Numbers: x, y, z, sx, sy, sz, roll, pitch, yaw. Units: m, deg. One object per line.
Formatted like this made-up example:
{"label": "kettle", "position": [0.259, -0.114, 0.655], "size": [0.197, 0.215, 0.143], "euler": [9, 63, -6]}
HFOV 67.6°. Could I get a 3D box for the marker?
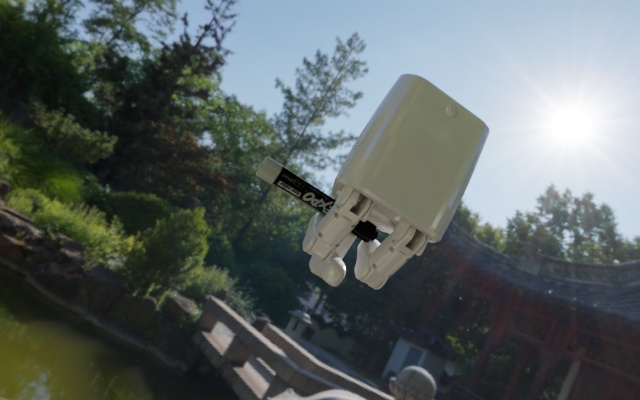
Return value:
{"label": "marker", "position": [0.000, 0.001, 0.415], "size": [0.121, 0.020, 0.020], "euler": [32, -9, -14]}
